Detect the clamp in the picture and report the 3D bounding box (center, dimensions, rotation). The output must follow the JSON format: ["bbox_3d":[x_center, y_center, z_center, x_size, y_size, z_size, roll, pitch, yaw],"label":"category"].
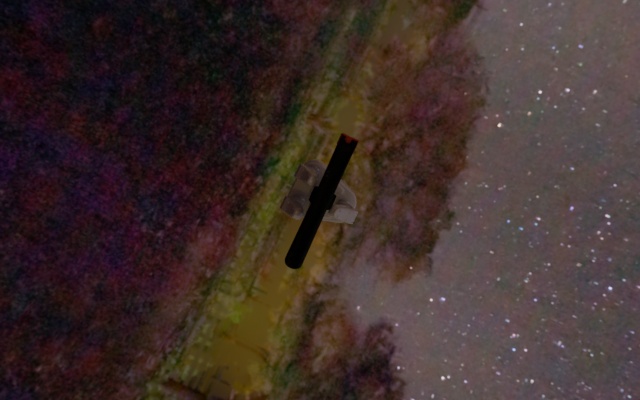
[{"bbox_3d":[0.001,0.002,0.701,0.036,0.210,0.164,25,8,-2],"label":"clamp"}]
